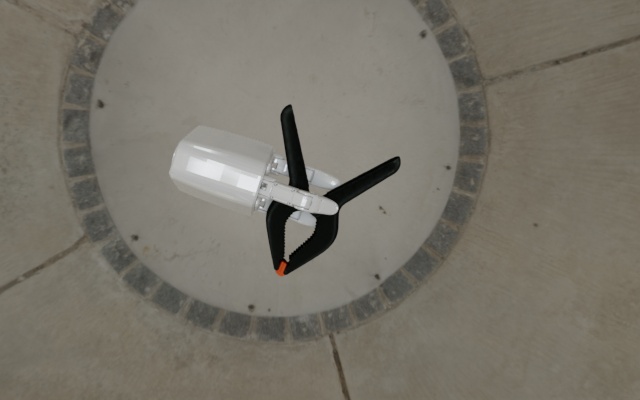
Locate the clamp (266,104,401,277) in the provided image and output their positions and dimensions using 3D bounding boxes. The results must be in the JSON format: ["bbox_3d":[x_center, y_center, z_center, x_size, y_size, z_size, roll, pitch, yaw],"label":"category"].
[{"bbox_3d":[0.000,0.003,0.610,0.164,0.210,0.036,18,5,-4],"label":"clamp"}]
